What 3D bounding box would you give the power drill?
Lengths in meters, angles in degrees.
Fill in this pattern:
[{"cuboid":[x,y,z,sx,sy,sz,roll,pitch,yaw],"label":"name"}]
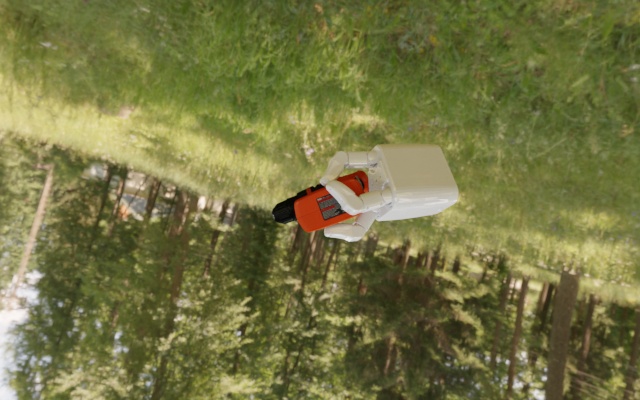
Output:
[{"cuboid":[0.000,0.003,0.782,0.184,0.057,0.187,-23,7,2],"label":"power drill"}]
